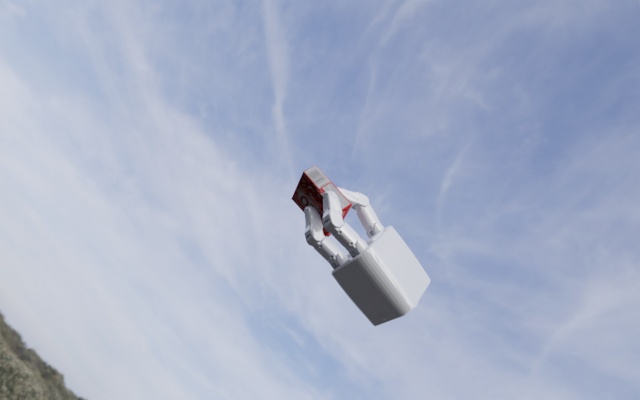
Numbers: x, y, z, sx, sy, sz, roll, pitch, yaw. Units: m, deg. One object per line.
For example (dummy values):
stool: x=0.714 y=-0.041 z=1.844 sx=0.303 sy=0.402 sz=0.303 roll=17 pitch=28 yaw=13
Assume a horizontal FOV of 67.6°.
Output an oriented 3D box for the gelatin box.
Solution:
gelatin box: x=0.000 y=0.002 z=0.735 sx=0.030 sy=0.089 sz=0.073 roll=-31 pitch=-19 yaw=-35
